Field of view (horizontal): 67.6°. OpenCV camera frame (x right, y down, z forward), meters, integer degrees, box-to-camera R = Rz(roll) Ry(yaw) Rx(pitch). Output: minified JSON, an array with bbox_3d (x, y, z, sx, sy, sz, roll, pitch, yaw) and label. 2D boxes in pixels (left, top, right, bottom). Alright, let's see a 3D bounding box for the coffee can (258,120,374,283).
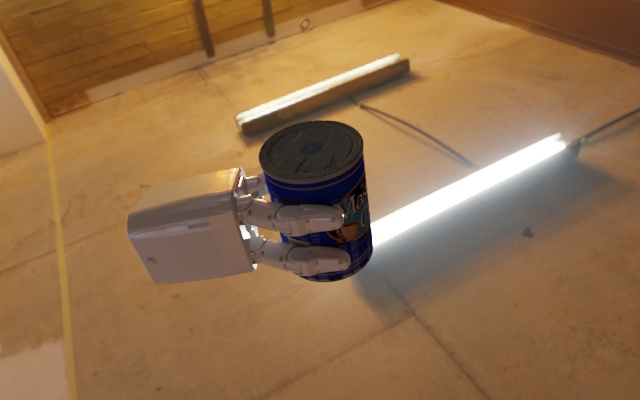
[{"bbox_3d":[0.000,0.001,0.504,0.103,0.140,0.102,-6,39,5],"label":"coffee can"}]
